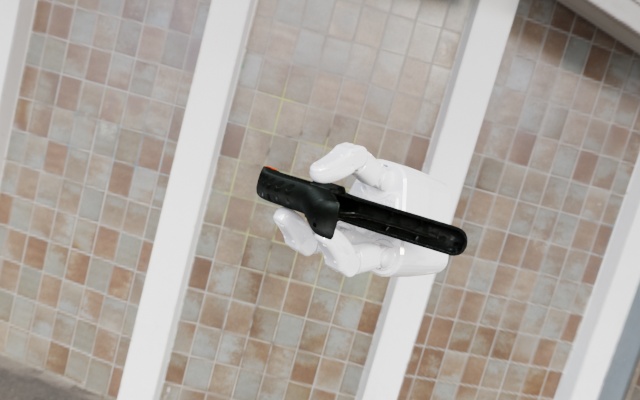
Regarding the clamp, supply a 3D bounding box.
[{"bbox_3d":[0.000,0.000,0.415,0.210,0.036,0.164,20,6,42],"label":"clamp"}]
